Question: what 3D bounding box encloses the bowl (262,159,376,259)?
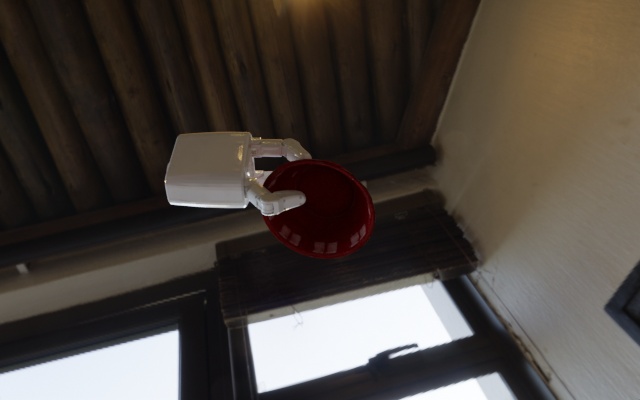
[{"bbox_3d":[0.001,0.002,0.666,0.162,0.162,0.055,0,33,16],"label":"bowl"}]
